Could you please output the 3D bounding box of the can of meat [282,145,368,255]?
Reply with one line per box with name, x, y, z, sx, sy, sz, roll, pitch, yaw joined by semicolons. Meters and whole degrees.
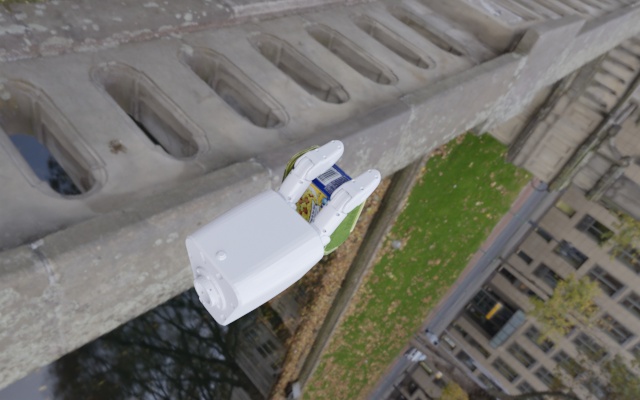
can of meat;0.000;0.002;0.560;0.057;0.102;0.084;-28;60;-37
